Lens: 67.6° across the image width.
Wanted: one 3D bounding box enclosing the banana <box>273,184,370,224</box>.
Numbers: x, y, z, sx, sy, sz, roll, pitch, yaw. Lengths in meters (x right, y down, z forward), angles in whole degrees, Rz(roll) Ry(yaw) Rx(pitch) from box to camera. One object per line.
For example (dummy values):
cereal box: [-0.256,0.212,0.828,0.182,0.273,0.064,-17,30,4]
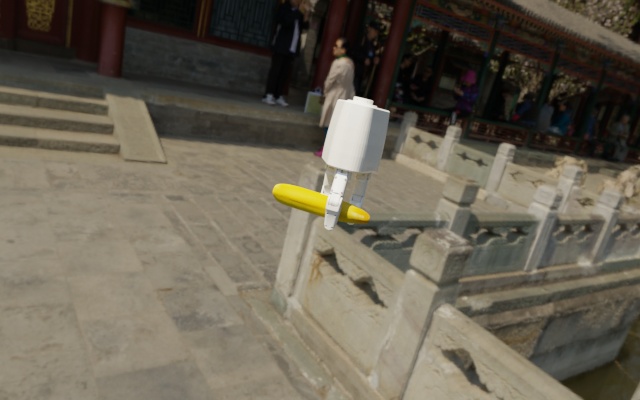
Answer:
banana: [-0.013,0.002,0.810,0.198,0.037,0.069,17,8,32]
